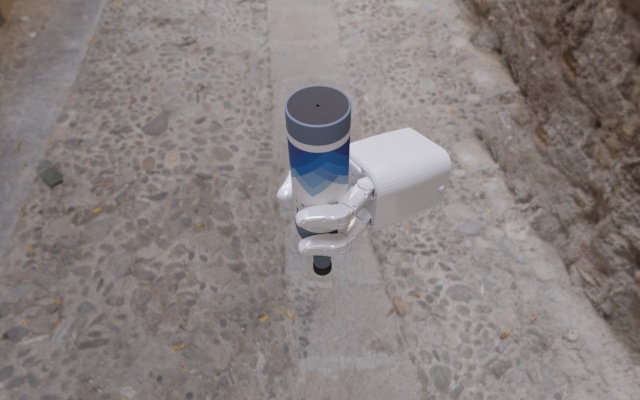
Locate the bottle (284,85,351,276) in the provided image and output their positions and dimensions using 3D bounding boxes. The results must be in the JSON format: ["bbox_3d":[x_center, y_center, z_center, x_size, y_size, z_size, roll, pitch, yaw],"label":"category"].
[{"bbox_3d":[0.000,0.002,0.583,0.069,0.069,0.296,0,-41,1],"label":"bottle"}]
